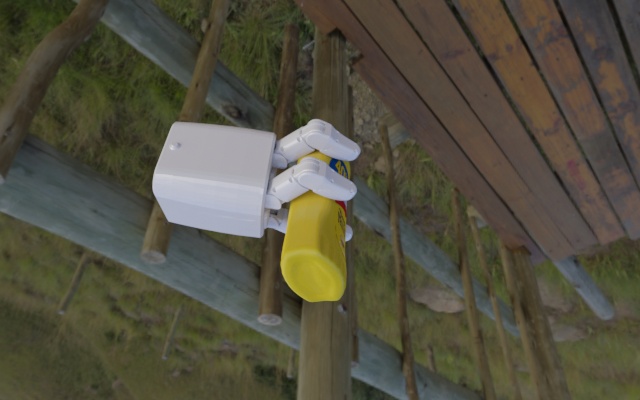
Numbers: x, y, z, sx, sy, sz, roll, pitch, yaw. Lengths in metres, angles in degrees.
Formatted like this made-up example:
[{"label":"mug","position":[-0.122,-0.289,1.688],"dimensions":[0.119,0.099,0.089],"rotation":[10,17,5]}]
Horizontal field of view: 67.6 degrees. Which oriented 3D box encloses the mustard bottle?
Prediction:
[{"label":"mustard bottle","position":[0.000,0.002,0.502],"dimensions":[0.058,0.191,0.096],"rotation":[-7,-41,14]}]
